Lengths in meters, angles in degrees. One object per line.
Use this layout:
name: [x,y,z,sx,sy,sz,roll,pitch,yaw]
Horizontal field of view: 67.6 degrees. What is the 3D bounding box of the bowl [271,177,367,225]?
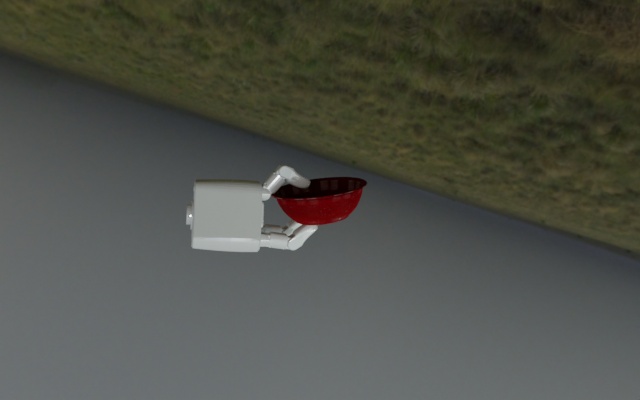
bowl: [0.002,0.003,0.801,0.162,0.055,0.162,-7,13,2]
